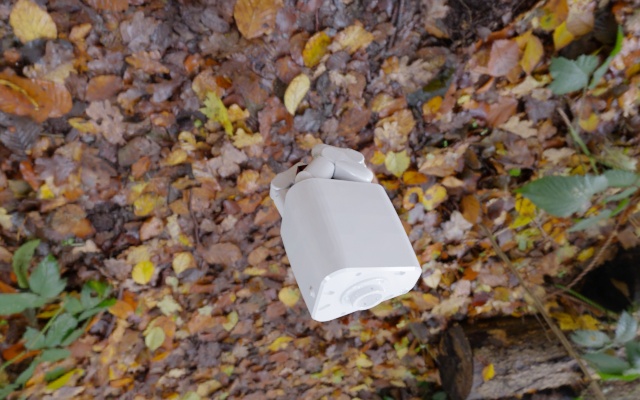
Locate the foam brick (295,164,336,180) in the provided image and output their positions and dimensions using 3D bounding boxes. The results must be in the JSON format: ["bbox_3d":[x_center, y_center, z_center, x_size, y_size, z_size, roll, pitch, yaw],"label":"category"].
[{"bbox_3d":[0.000,0.002,0.539,0.053,0.051,0.078,-9,-38,-18],"label":"foam brick"}]
